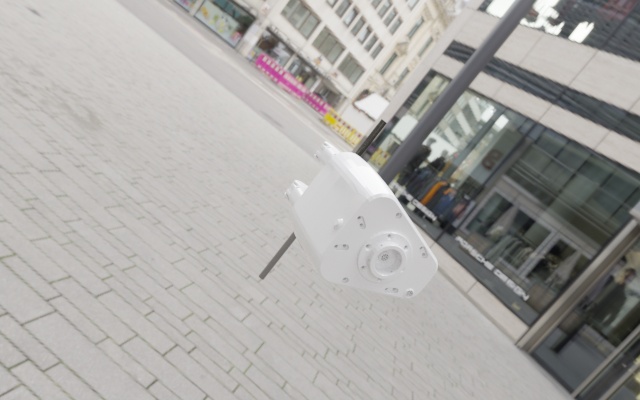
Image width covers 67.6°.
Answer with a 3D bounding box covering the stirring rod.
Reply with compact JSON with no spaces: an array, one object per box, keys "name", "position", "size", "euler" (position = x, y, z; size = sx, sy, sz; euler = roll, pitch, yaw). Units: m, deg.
[{"name":"stirring rod","position":[0.000,0.002,0.569],"size":[0.011,0.239,0.011],"euler":[37,10,-7]}]
